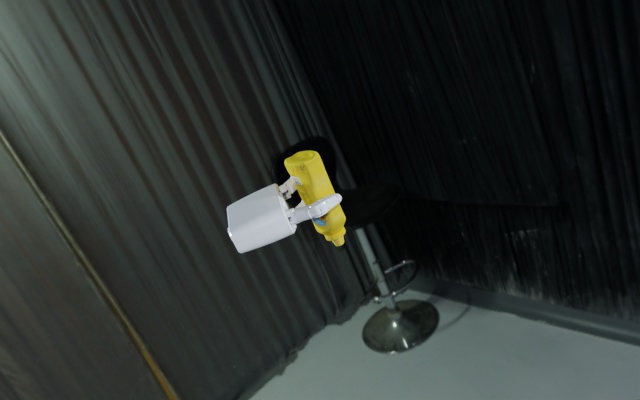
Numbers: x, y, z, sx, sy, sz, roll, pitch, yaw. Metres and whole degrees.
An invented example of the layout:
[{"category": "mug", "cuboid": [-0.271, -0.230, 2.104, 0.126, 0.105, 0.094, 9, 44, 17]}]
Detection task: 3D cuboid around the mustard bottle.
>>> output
[{"category": "mustard bottle", "cuboid": [0.000, 0.003, 0.896, 0.058, 0.192, 0.096, -32, 21, -21]}]
